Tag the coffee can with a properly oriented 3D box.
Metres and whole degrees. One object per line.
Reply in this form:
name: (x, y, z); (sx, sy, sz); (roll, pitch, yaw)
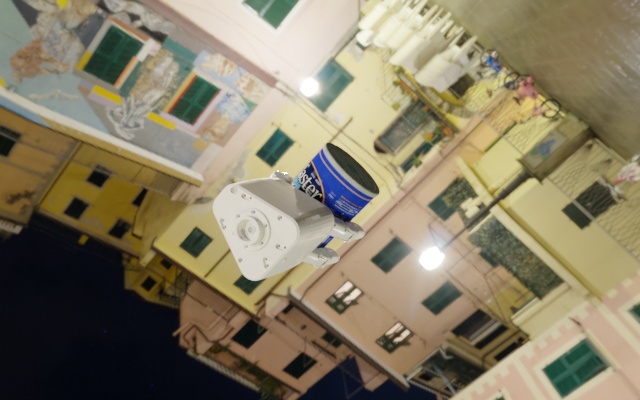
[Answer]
coffee can: (0.000, 0.002, 0.686); (0.140, 0.102, 0.103); (-46, -18, 18)
